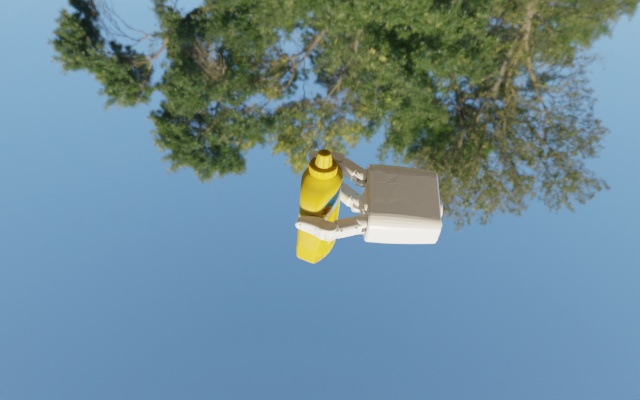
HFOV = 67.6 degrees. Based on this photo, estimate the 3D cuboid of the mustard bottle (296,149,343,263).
[{"bbox_3d":[0.000,0.002,0.727,0.058,0.192,0.096,21,46,15],"label":"mustard bottle"}]
